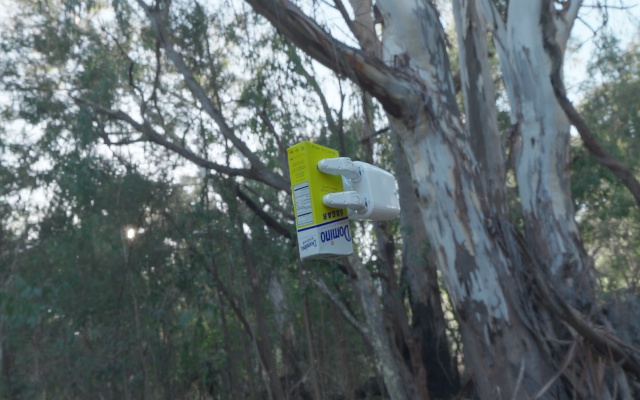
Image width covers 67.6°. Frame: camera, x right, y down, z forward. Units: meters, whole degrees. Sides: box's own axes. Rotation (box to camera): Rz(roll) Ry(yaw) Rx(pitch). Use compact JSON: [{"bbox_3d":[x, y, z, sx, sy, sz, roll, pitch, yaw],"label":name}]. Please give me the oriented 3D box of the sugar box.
[{"bbox_3d":[0.001,0.002,0.748,0.048,0.176,0.093,-20,-17,34],"label":"sugar box"}]
